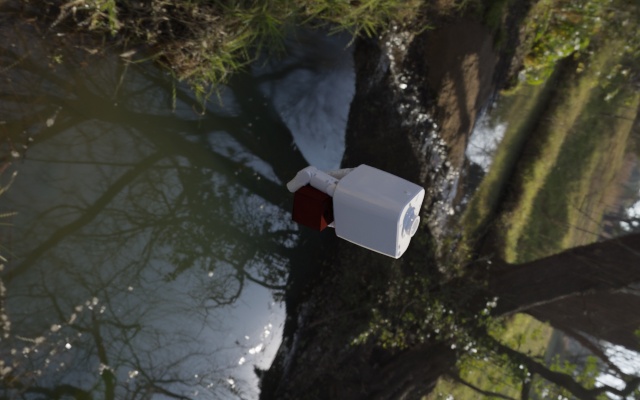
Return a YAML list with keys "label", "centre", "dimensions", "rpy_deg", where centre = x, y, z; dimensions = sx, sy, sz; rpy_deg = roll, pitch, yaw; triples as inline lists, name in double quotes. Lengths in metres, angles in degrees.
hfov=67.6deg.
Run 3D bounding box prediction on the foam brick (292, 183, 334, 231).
- label: "foam brick"
  centre: [0.000, 0.003, 0.734]
  dimensions: [0.051, 0.053, 0.078]
  rpy_deg: [22, 34, 25]
